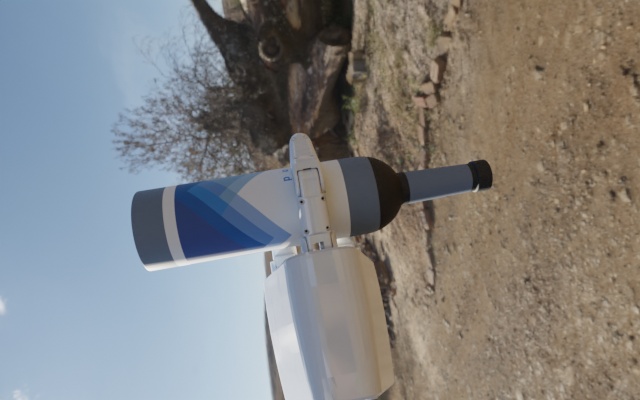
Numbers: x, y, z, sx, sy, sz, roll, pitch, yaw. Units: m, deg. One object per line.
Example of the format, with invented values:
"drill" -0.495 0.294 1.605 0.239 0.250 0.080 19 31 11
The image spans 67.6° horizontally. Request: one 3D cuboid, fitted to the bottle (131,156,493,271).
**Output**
"bottle" 0.000 0.001 0.405 0.296 0.069 0.069 -9 1 -5
